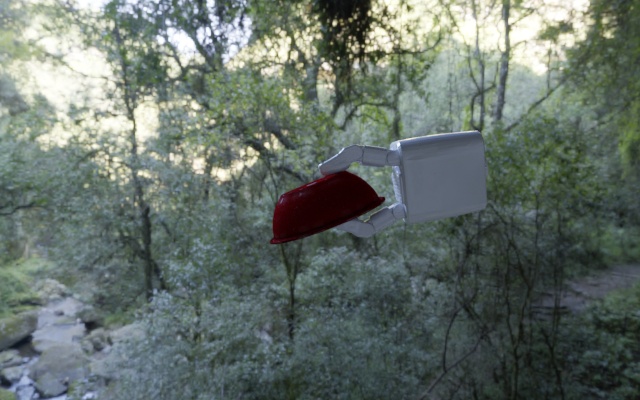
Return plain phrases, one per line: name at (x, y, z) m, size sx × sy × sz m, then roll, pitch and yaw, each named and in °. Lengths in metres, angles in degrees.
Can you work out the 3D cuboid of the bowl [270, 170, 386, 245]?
bowl at (-0.001, 0.002, 0.623) m, size 0.162 × 0.055 × 0.162 m, roll -21°, pitch 4°, yaw 2°
